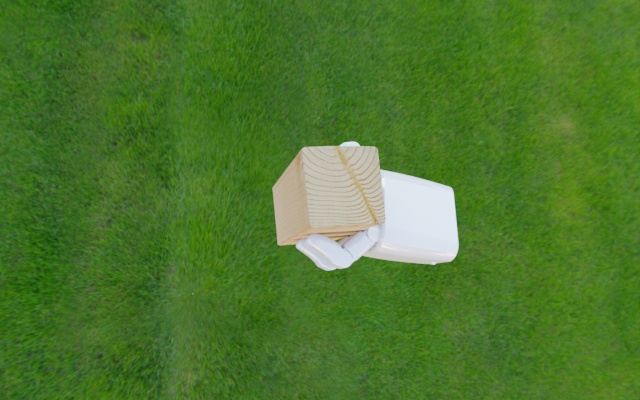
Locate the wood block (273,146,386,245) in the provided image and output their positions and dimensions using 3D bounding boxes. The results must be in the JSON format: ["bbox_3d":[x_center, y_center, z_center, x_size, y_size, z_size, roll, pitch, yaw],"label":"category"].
[{"bbox_3d":[0.000,0.002,0.617,0.090,0.091,0.206,-3,-10,-15],"label":"wood block"}]
